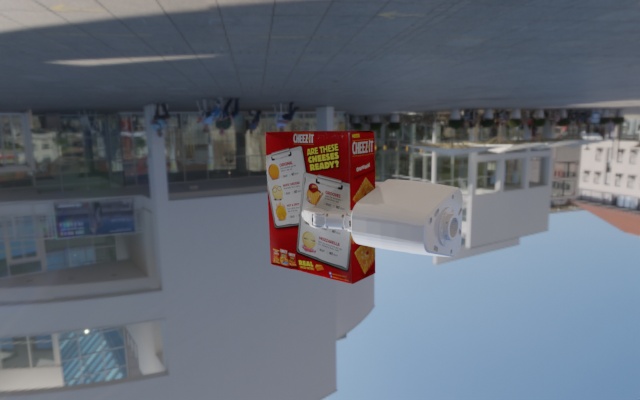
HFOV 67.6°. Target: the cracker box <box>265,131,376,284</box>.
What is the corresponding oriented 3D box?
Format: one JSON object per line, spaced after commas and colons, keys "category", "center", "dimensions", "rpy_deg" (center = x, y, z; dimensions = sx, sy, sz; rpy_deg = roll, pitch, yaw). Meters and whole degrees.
{"category": "cracker box", "center": [0.000, 0.003, 0.723], "dimensions": [0.164, 0.214, 0.072], "rpy_deg": [7, 12, 39]}
